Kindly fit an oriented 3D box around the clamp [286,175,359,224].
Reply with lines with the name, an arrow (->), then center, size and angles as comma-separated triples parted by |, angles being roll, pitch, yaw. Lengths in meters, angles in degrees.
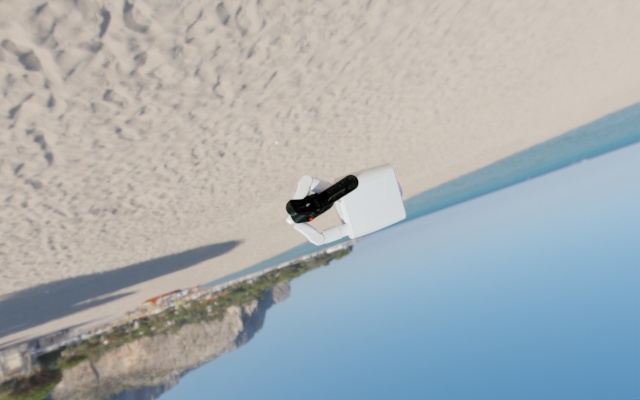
clamp -> 0.000, 0.003, 0.784 | 0.120, 0.039, 0.171 | -19, -6, -6
